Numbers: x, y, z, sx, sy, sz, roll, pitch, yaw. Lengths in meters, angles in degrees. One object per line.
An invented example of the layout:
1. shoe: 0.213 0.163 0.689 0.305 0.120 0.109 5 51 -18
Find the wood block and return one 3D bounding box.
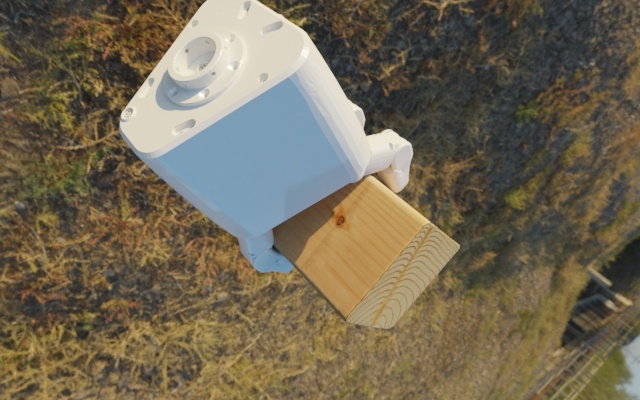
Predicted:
1. wood block: 0.000 0.002 0.405 0.206 0.091 0.090 43 8 33
